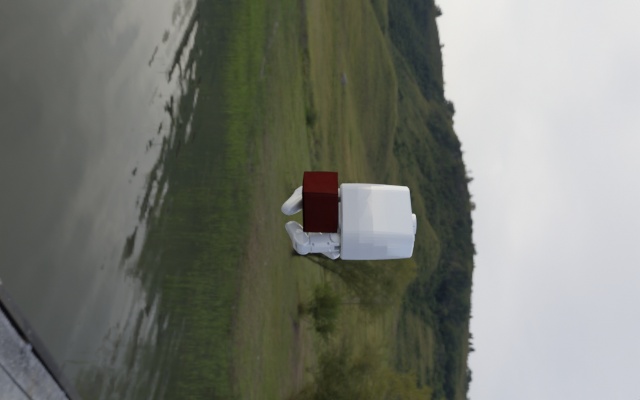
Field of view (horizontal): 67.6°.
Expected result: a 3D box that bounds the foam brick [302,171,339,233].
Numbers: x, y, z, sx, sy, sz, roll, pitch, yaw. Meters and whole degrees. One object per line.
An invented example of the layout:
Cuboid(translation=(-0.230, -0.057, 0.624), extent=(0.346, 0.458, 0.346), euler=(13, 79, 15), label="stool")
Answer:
Cuboid(translation=(0.000, 0.002, 0.698), extent=(0.051, 0.078, 0.053), euler=(1, 41, 1), label="foam brick")
